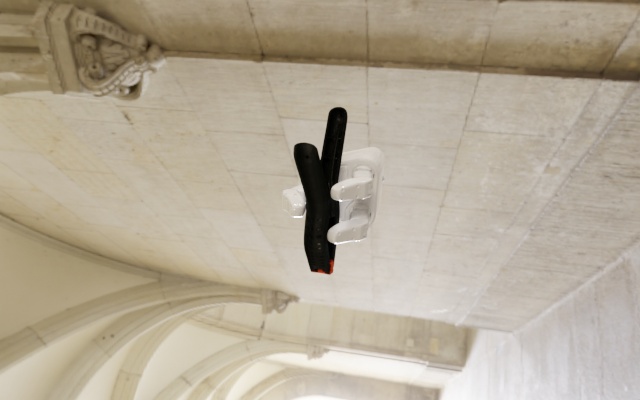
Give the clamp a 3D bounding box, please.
[{"bbox_3d":[-0.001,0.002,0.575,0.036,0.210,0.164,7,19,15],"label":"clamp"}]
